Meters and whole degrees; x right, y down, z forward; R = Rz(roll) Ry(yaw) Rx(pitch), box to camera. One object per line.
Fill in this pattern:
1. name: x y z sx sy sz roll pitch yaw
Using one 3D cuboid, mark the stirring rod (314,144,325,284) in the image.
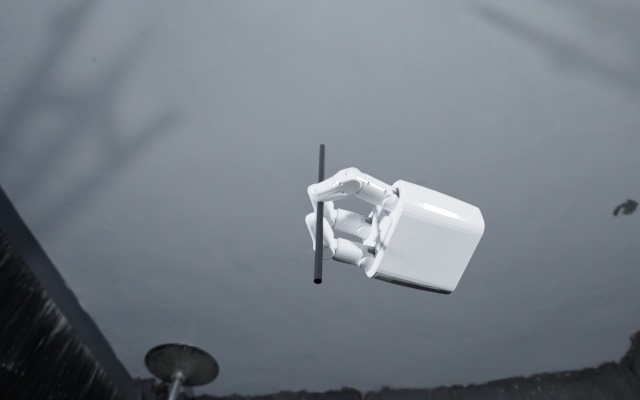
1. stirring rod: 0.000 0.002 0.538 0.011 0.011 0.239 0 38 2
